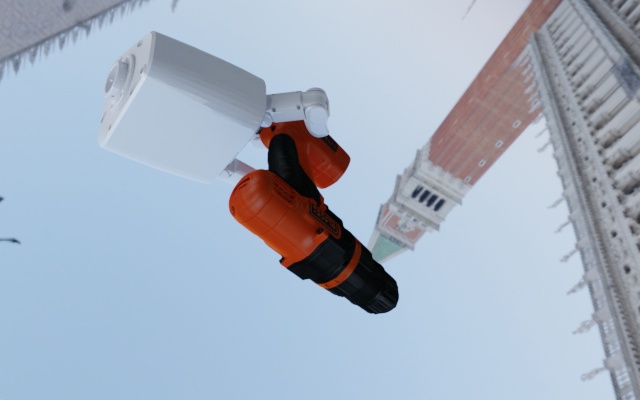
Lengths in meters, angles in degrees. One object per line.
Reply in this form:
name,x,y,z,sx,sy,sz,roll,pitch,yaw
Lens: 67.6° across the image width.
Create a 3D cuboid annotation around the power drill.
power drill,0.000,0.001,0.452,0.057,0.184,0.187,-37,30,20
